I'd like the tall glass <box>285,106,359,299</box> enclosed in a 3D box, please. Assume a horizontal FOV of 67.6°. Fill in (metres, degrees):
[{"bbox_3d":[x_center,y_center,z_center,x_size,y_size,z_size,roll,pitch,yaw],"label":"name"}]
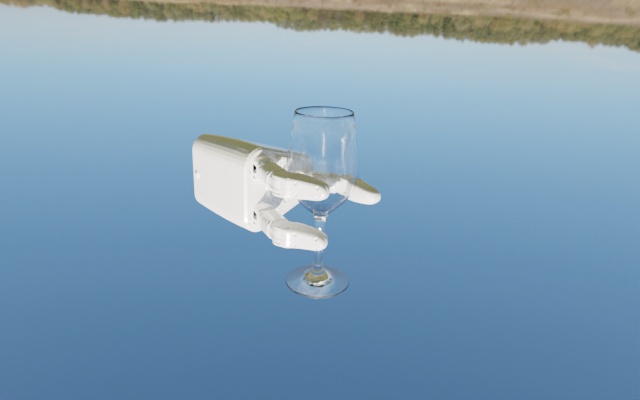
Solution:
[{"bbox_3d":[0.000,0.002,0.524,0.079,0.201,0.079,2,21,-1],"label":"tall glass"}]
